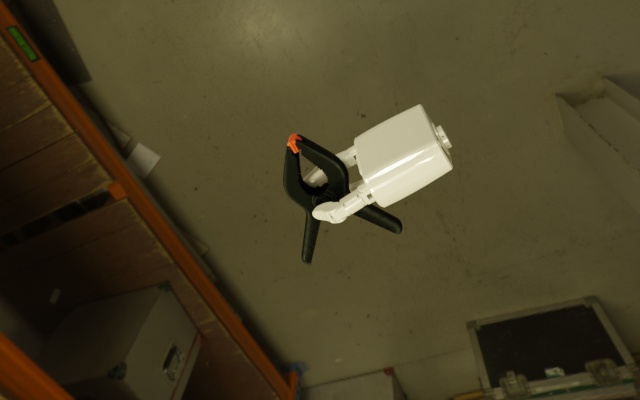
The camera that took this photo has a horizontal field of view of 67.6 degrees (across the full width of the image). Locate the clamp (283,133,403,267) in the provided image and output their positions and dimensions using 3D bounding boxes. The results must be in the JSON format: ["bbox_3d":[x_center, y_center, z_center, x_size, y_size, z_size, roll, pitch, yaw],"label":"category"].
[{"bbox_3d":[0.000,0.002,0.694,0.164,0.210,0.036,-29,24,18],"label":"clamp"}]
